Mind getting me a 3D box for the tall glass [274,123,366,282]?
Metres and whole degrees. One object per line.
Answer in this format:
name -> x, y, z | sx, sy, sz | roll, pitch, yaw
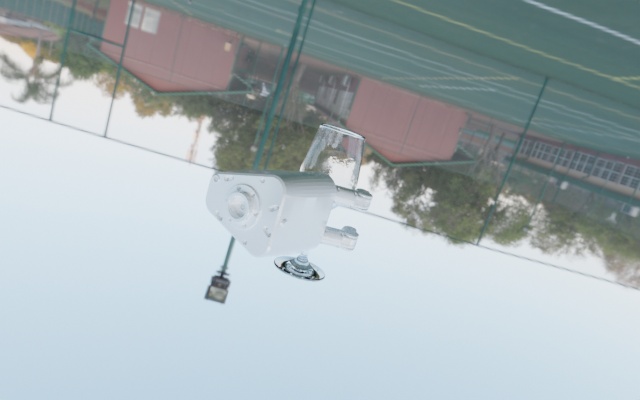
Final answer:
tall glass -> 0.000, 0.003, 0.640 | 0.079, 0.201, 0.079 | 17, 12, -4
